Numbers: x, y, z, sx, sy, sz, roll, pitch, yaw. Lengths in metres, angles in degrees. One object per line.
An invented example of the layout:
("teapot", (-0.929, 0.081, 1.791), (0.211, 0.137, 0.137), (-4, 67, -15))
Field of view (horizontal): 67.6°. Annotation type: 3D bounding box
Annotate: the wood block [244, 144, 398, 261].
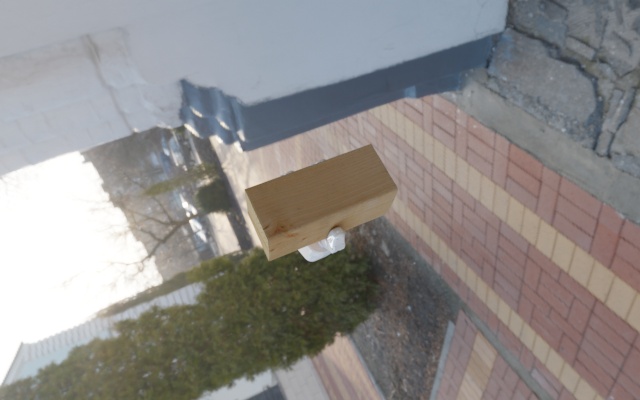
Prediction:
("wood block", (0.000, 0.003, 0.726), (0.206, 0.090, 0.090), (-21, -23, -15))
